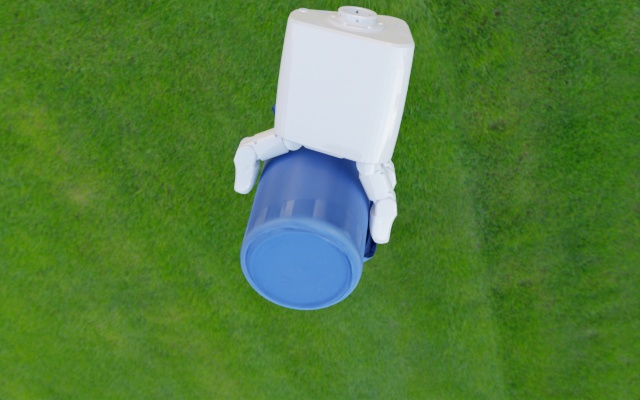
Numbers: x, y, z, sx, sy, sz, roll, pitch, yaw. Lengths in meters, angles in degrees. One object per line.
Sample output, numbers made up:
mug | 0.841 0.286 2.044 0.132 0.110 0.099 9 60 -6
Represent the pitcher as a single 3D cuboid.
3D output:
pitcher | 0.000 0.002 0.513 0.149 0.145 0.242 9 34 0
